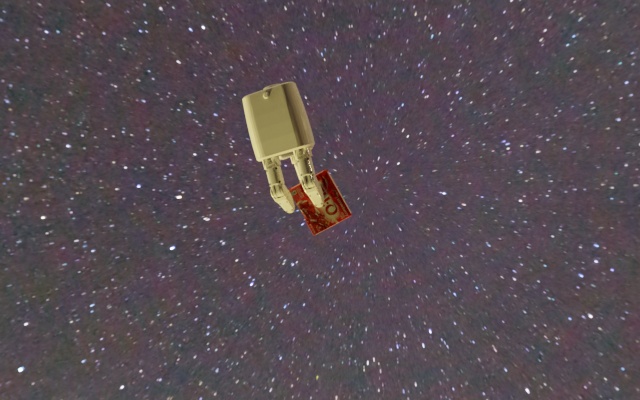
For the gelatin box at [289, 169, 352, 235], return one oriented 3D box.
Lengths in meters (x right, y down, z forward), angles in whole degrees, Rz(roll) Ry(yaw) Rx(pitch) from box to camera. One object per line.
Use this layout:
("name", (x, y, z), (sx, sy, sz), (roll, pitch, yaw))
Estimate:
("gelatin box", (0.000, 0.003, 0.802), (0.073, 0.089, 0.030), (-29, 3, 7))
